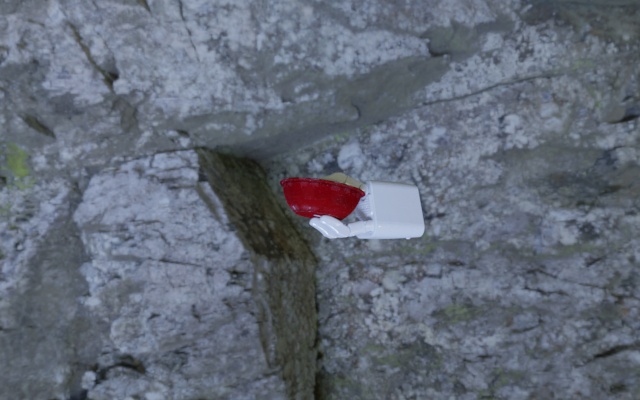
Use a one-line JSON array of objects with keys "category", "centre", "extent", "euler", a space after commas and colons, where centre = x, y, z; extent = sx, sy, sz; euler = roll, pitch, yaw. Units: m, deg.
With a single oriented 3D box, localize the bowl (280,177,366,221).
[{"category": "bowl", "centre": [-0.001, 0.003, 0.885], "extent": [0.162, 0.055, 0.162], "euler": [9, -9, 1]}]
